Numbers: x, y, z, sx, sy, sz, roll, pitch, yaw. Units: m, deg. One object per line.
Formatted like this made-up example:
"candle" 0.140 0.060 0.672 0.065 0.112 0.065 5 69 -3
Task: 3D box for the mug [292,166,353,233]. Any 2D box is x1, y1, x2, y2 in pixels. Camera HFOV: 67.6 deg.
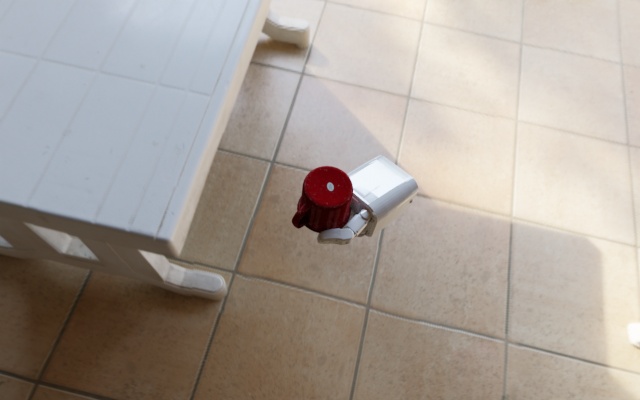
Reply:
"mug" -0.001 0.003 0.781 0.117 0.093 0.081 -34 -20 -21
